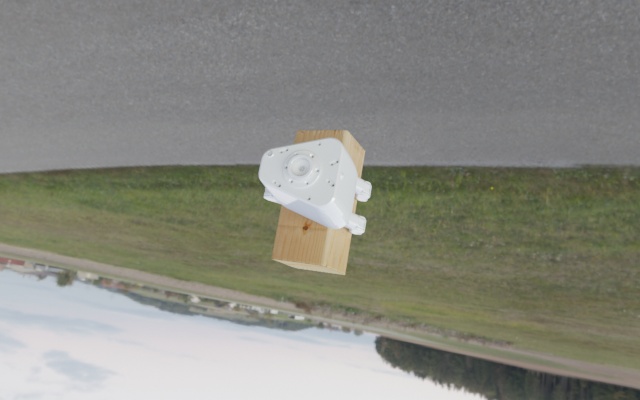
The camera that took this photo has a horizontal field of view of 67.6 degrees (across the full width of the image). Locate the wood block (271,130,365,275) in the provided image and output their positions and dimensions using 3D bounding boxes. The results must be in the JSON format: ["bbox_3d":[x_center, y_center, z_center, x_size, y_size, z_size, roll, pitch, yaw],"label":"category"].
[{"bbox_3d":[0.000,0.002,0.746,0.091,0.206,0.090,4,-15,26],"label":"wood block"}]
